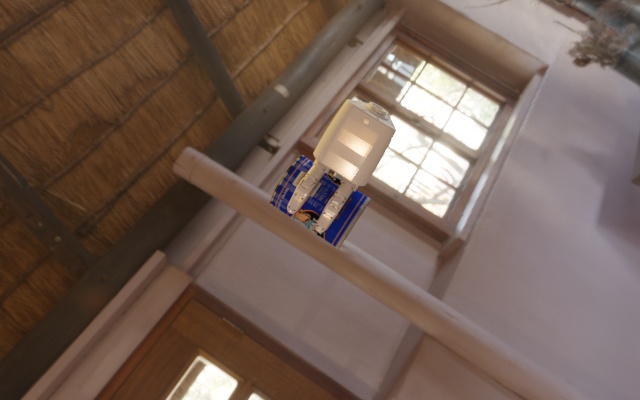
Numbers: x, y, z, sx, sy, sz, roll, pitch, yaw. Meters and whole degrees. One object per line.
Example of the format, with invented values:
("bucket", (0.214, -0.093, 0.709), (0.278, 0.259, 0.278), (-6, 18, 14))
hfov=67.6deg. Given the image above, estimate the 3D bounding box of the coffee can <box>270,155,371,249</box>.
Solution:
("coffee can", (0.000, 0.003, 0.815), (0.140, 0.103, 0.103), (33, 3, 5))
